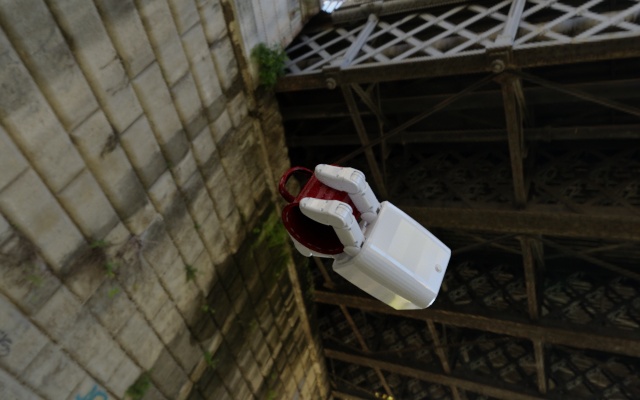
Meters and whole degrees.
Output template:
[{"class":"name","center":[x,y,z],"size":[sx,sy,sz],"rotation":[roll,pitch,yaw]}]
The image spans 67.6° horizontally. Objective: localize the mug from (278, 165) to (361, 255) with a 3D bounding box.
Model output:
[{"class":"mug","center":[-0.001,0.001,0.610],"size":[0.117,0.081,0.093],"rotation":[36,-37,-5]}]
